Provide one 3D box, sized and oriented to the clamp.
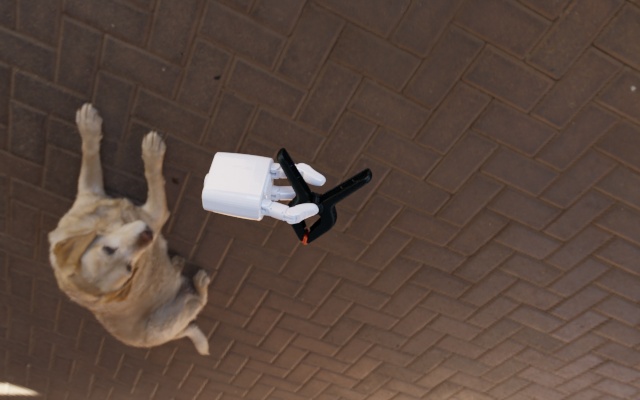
[{"bbox_3d":[0.000,0.004,0.865,0.164,0.210,0.036,9,42,3],"label":"clamp"}]
